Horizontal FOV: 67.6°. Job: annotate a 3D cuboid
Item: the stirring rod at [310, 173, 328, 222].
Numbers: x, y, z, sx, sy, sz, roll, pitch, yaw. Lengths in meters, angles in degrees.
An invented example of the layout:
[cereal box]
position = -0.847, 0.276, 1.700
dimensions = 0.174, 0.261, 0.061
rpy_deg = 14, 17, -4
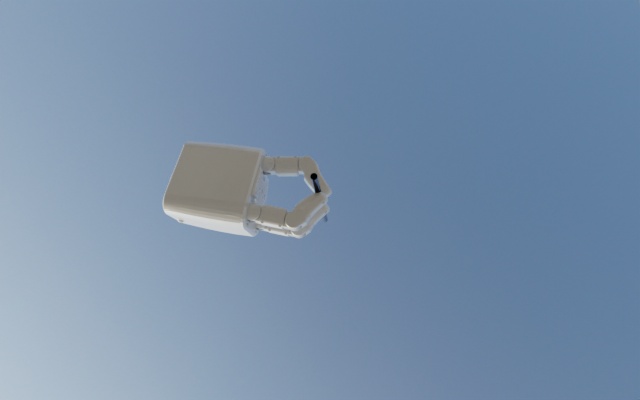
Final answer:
[stirring rod]
position = 0.000, 0.002, 0.638
dimensions = 0.011, 0.011, 0.239
rpy_deg = 0, -14, 4
